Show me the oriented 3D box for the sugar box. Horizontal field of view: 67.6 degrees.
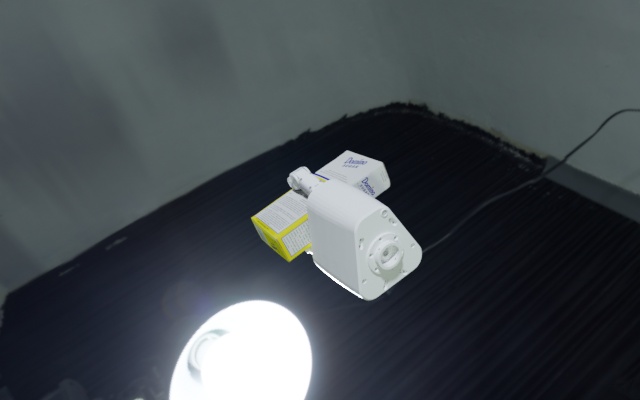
[{"bbox_3d":[0.000,0.003,0.647,0.176,0.048,0.093,-33,29,-17],"label":"sugar box"}]
